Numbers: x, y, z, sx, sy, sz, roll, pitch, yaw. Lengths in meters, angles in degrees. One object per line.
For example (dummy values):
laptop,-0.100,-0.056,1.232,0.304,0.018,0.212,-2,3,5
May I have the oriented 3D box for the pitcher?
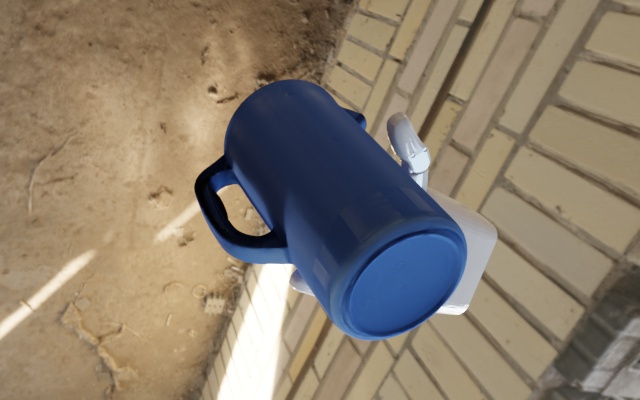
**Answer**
pitcher,0.000,0.001,0.406,0.145,0.149,0.242,22,19,-36
